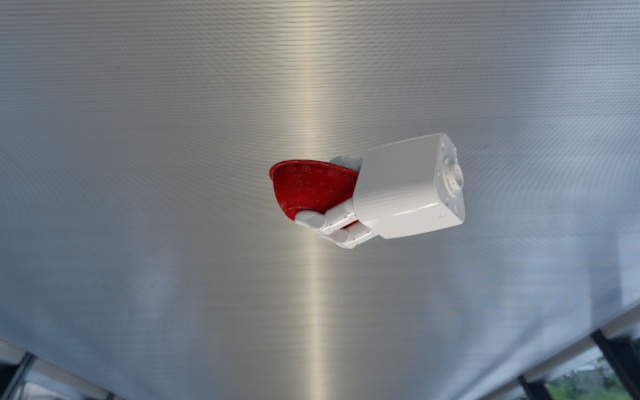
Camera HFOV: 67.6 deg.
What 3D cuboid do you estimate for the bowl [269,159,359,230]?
[{"bbox_3d":[-0.001,0.003,0.671,0.162,0.055,0.162,12,-19,4],"label":"bowl"}]
